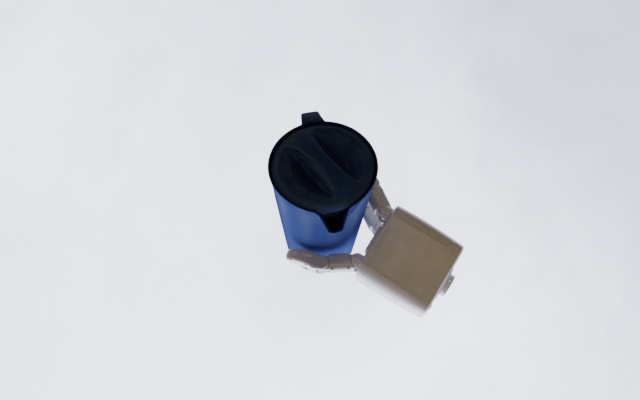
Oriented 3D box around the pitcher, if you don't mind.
[{"bbox_3d":[0.000,0.002,0.679,0.145,0.149,0.243,30,-25,14],"label":"pitcher"}]
